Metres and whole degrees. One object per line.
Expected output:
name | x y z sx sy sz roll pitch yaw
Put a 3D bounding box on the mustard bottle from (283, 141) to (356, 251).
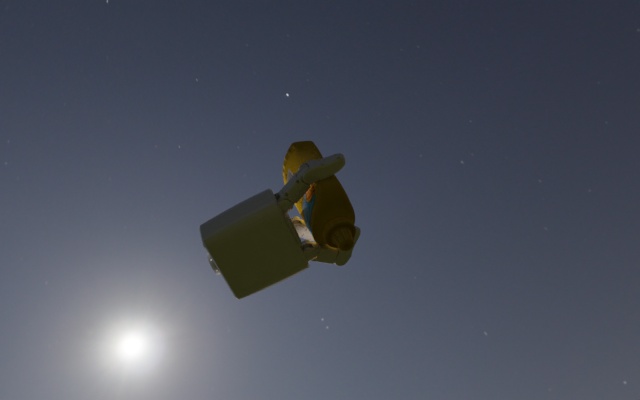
mustard bottle | 0.000 0.002 0.642 0.058 0.096 0.191 -7 35 -18
